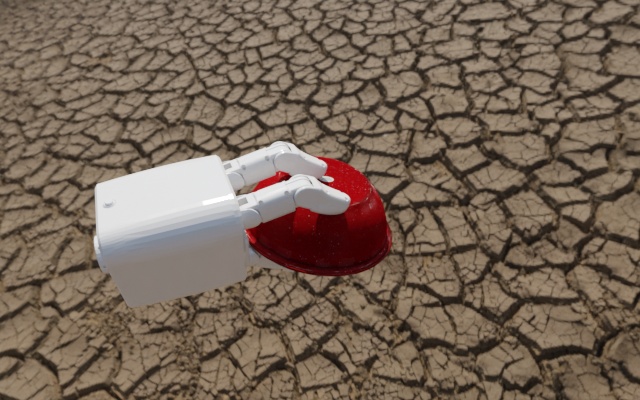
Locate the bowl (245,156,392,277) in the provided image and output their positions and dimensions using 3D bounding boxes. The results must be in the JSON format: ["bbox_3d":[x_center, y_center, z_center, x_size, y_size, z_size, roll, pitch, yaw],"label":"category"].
[{"bbox_3d":[0.001,0.001,0.480,0.162,0.055,0.162,9,33,-6],"label":"bowl"}]
